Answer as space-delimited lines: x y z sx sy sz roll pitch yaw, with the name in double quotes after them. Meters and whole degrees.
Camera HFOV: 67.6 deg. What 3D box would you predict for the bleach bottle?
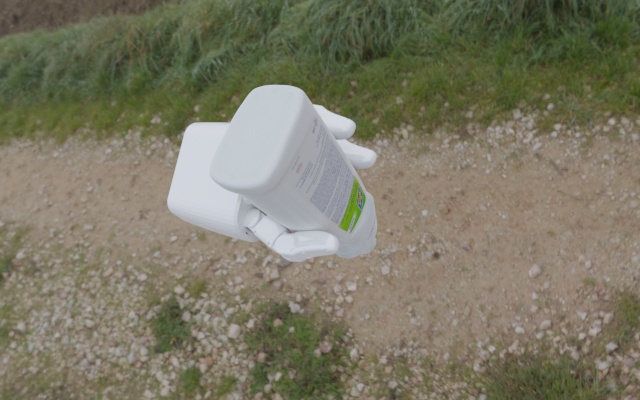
0.000 0.001 0.475 0.068 0.102 0.251 11 -22 32 "bleach bottle"
